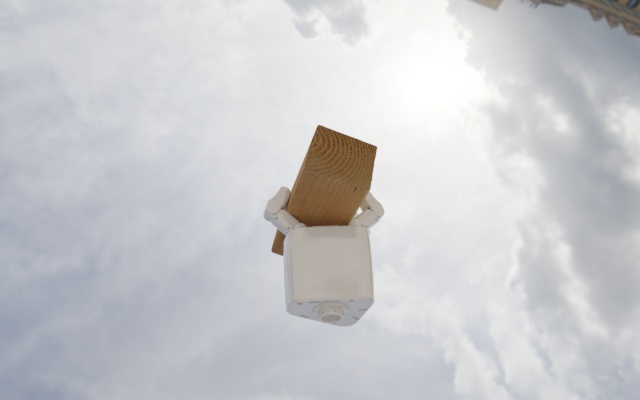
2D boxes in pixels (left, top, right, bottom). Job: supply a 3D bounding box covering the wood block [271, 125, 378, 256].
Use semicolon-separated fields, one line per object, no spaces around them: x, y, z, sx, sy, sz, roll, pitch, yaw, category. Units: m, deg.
0.000;0.003;0.701;0.091;0.090;0.206;19;-40;-6;wood block
